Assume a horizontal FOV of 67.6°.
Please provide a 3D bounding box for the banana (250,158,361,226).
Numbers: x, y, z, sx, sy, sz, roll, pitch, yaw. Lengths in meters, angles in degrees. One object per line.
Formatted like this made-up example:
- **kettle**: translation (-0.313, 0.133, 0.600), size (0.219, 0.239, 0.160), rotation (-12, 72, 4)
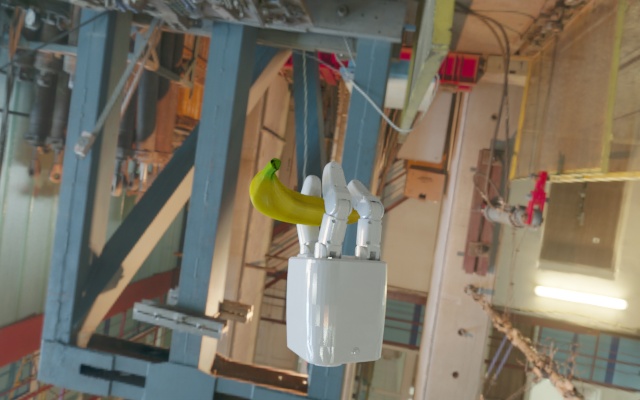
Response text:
- **banana**: translation (-0.018, 0.004, 0.530), size (0.069, 0.037, 0.198), rotation (-12, -19, 29)
